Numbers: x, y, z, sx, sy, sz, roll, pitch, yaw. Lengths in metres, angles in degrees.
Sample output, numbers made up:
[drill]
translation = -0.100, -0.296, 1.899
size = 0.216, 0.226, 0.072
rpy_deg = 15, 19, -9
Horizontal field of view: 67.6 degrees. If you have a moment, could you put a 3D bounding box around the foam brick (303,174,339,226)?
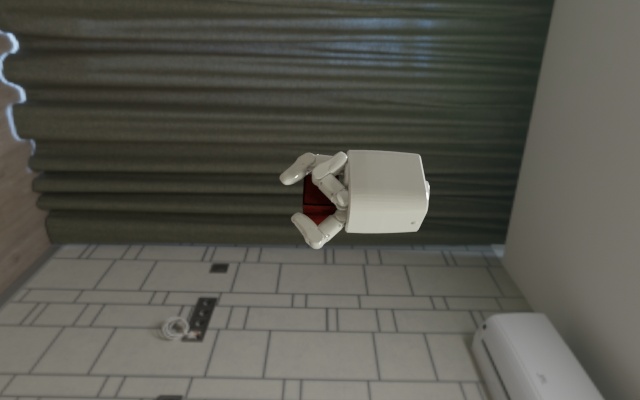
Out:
[foam brick]
translation = 0.000, 0.002, 0.715
size = 0.051, 0.053, 0.078
rpy_deg = 2, -27, 0
